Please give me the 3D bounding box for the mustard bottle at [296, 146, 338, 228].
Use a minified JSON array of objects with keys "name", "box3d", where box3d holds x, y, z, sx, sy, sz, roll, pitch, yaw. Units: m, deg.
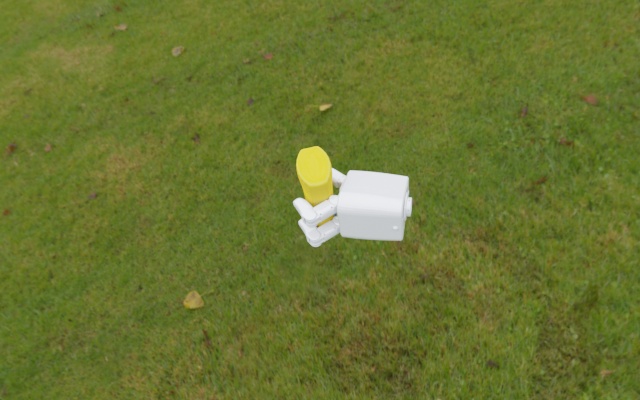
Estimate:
[{"name":"mustard bottle","box3d":[0.000,0.003,0.854,0.058,0.096,0.192,-14,-42,-3]}]
